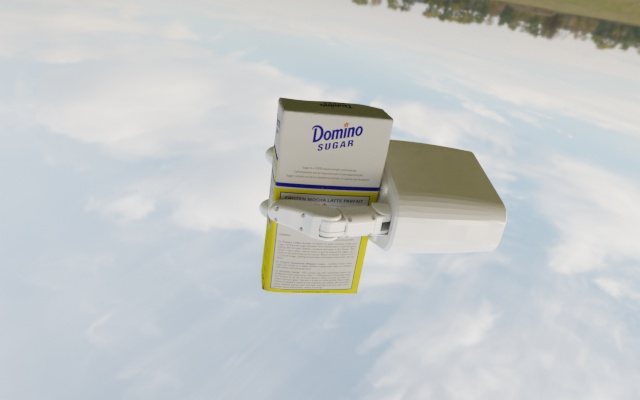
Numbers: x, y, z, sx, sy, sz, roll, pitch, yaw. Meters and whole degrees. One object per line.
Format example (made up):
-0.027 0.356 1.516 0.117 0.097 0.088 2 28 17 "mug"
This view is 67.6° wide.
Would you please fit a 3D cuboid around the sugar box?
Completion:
0.000 0.001 0.428 0.093 0.176 0.048 3 25 -13 "sugar box"
